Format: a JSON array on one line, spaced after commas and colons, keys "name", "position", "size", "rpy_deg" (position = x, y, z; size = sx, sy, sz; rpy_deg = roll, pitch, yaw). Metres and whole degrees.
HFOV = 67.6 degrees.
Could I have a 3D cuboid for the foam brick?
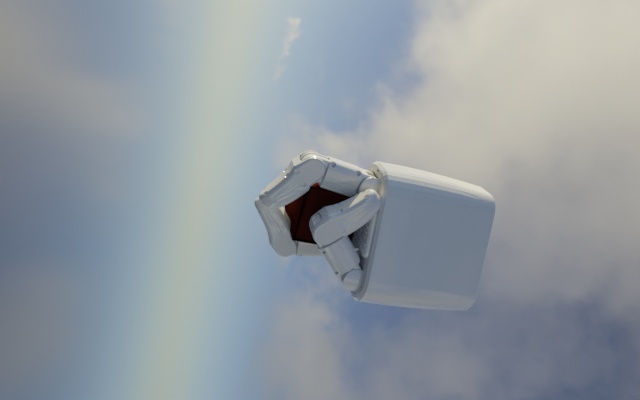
[{"name": "foam brick", "position": [0.000, 0.001, 0.434], "size": [0.051, 0.053, 0.078], "rpy_deg": [10, 21, -14]}]
